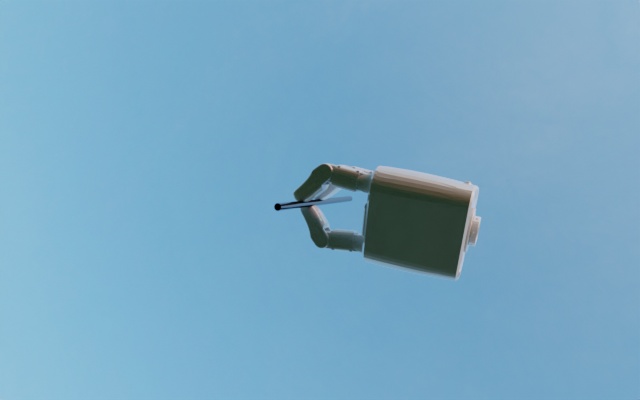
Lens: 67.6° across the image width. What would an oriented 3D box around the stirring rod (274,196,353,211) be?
[{"bbox_3d":[0.000,0.002,0.598,0.011,0.011,0.239,0,2,21],"label":"stirring rod"}]
